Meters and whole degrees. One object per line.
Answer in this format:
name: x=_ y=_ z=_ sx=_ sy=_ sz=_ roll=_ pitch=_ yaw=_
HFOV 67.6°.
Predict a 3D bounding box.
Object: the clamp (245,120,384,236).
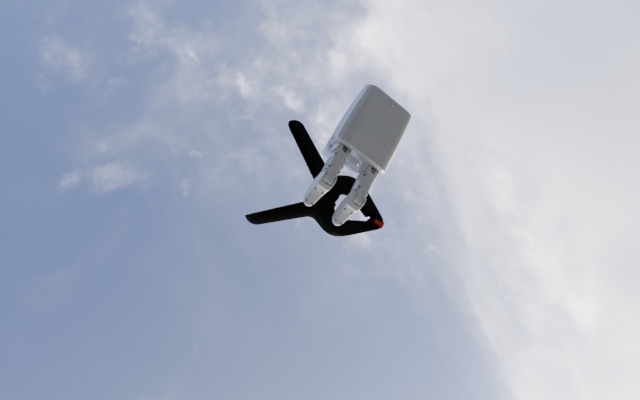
clamp: x=0.000 y=0.002 z=0.719 sx=0.210 sy=0.164 sz=0.036 roll=34 pitch=-12 yaw=-18
